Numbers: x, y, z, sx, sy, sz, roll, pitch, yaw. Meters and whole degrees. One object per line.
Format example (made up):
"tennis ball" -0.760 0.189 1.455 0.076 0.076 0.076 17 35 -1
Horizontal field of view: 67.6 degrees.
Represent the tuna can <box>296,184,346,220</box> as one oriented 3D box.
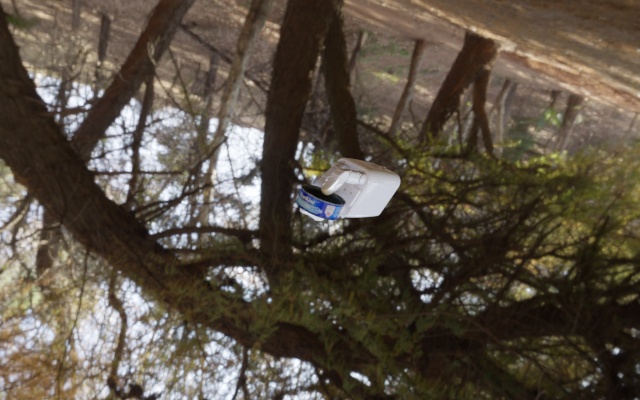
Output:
"tuna can" 0.000 0.003 0.869 0.086 0.034 0.086 20 15 -6
